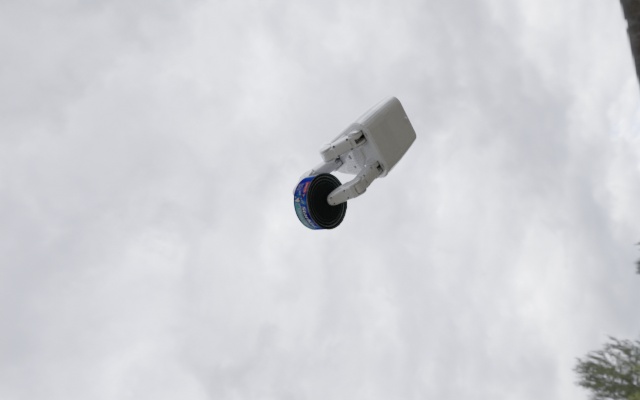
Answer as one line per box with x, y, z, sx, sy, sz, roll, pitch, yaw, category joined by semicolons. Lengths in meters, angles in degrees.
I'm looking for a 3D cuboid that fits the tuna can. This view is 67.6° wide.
0.000;0.002;0.724;0.086;0.086;0.034;0;-5;-45;tuna can
